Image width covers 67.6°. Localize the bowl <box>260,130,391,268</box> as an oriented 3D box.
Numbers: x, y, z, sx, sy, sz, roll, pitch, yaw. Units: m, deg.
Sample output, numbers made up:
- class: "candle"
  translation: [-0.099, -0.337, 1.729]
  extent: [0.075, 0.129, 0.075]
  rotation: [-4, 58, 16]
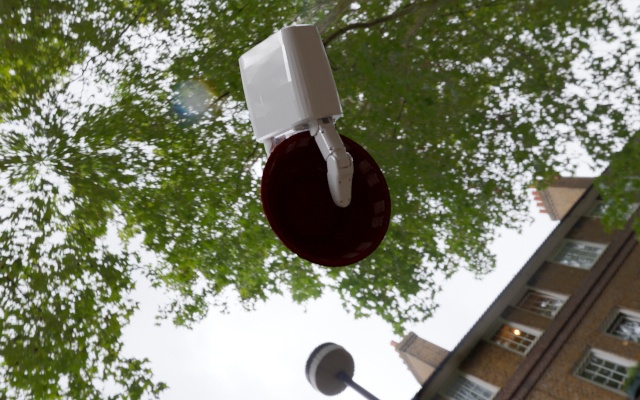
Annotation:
- class: "bowl"
  translation: [0.000, 0.003, 0.557]
  extent: [0.162, 0.162, 0.055]
  rotation: [0, -17, -25]
